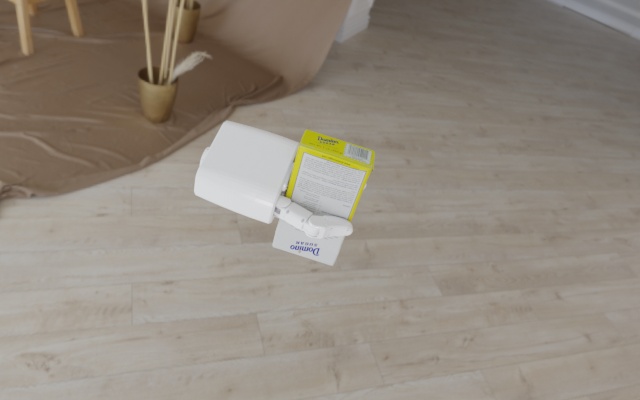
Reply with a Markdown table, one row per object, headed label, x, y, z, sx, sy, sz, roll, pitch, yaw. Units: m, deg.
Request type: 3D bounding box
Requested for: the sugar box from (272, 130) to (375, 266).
| label | x | y | z | sx | sy | sz | roll | pitch | yaw |
| --- | --- | --- | --- | --- | --- | --- | --- | --- | --- |
| sugar box | 0.000 | 0.002 | 0.626 | 0.093 | 0.176 | 0.048 | 18 | 41 | -1 |
